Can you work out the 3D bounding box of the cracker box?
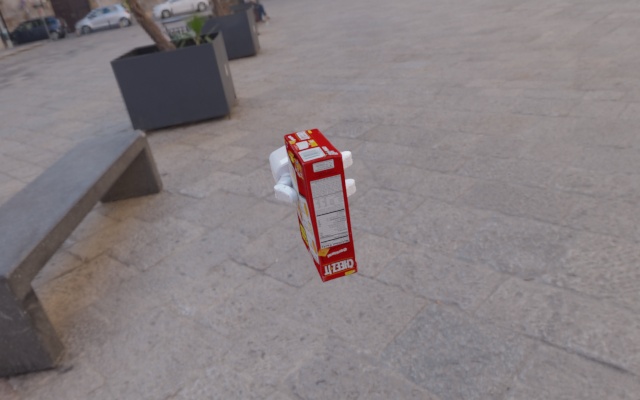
[{"bbox_3d":[0.000,0.003,0.814,0.072,0.214,0.164,-14,25,-9],"label":"cracker box"}]
